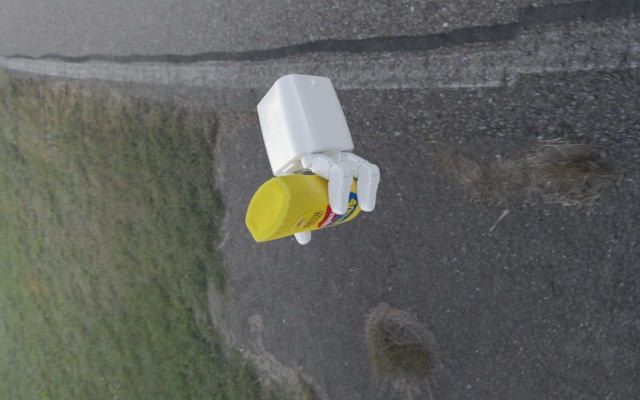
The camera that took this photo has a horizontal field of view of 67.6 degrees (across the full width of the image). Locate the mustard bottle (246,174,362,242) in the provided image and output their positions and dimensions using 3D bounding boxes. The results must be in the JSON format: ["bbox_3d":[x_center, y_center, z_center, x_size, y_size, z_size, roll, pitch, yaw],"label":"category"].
[{"bbox_3d":[0.000,0.002,0.632,0.191,0.058,0.096,-9,-34,-46],"label":"mustard bottle"}]
